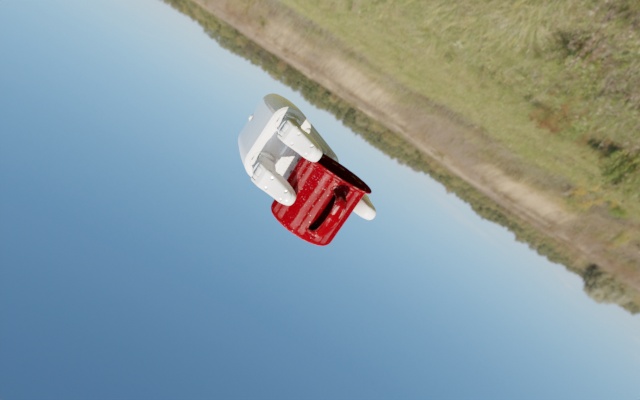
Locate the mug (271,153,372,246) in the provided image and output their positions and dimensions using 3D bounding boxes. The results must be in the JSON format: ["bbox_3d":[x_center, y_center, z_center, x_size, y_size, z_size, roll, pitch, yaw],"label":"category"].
[{"bbox_3d":[0.000,0.003,0.529,0.093,0.081,0.117,28,14,-24],"label":"mug"}]
